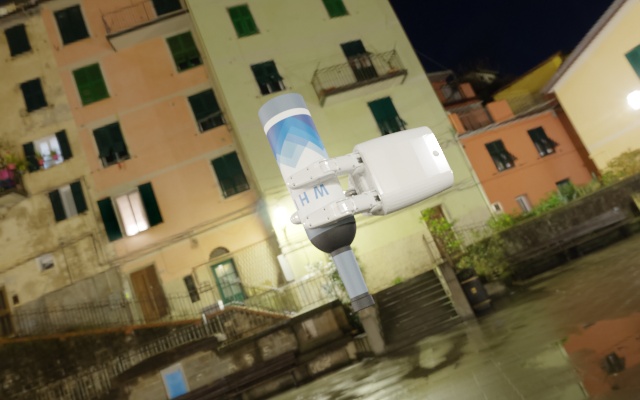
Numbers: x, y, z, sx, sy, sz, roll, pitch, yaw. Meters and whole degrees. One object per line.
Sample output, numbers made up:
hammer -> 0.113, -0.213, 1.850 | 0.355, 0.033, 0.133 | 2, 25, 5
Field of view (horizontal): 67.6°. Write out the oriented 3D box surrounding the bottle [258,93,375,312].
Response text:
bottle -> 0.000, 0.002, 0.627 | 0.069, 0.295, 0.069 | -21, -13, -5
